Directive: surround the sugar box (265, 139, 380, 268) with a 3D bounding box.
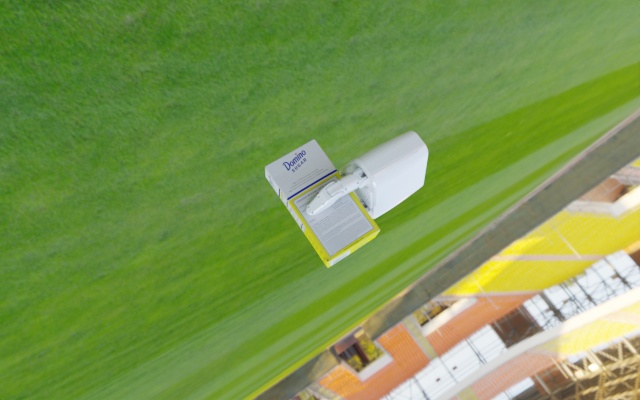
[{"bbox_3d":[0.000,0.003,0.724,0.093,0.176,0.048,-31,-17,-15],"label":"sugar box"}]
